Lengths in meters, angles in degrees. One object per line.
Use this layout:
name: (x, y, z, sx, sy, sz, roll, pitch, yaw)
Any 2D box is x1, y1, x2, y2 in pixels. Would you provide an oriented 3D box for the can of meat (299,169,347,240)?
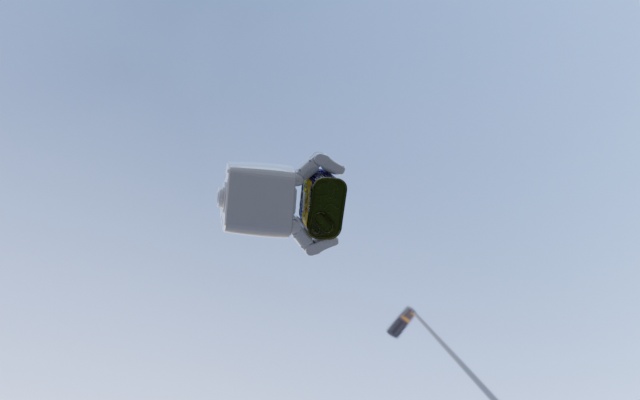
can of meat: (0.000, 0.002, 0.788, 0.057, 0.102, 0.084, 3, 15, -17)
